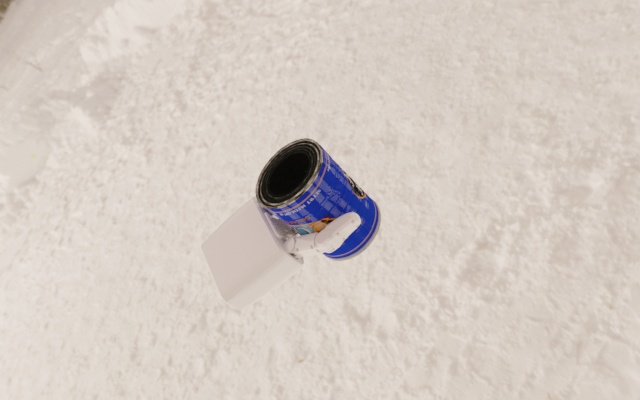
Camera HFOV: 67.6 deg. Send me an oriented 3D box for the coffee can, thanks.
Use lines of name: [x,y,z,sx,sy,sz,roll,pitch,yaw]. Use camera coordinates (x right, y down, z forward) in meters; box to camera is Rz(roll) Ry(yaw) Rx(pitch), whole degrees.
coffee can: [0.000,0.002,0.620,0.103,0.102,0.140,0,-32,43]
